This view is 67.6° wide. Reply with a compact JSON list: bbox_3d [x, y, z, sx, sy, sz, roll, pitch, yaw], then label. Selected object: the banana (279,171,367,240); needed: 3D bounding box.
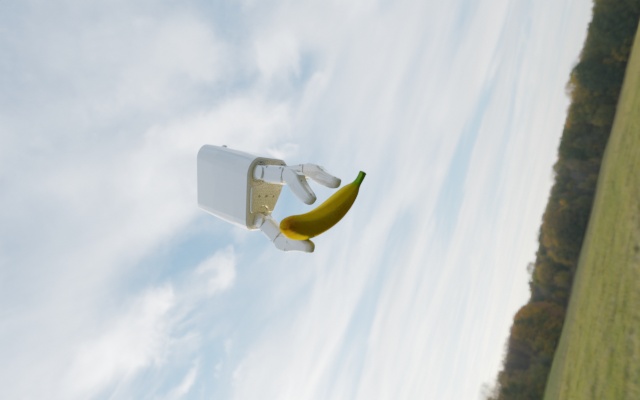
[{"bbox_3d":[0.001,0.017,0.686,0.037,0.070,0.197,23,36,26],"label":"banana"}]
